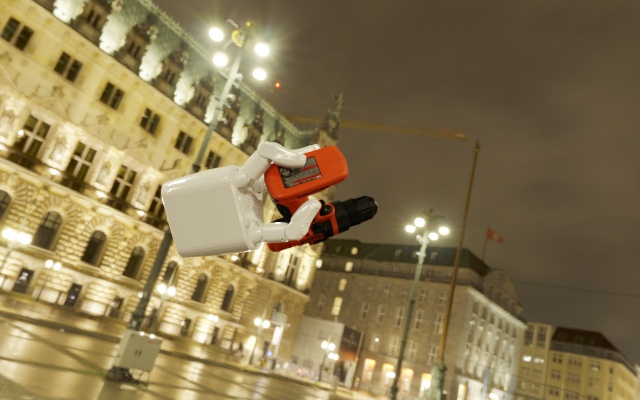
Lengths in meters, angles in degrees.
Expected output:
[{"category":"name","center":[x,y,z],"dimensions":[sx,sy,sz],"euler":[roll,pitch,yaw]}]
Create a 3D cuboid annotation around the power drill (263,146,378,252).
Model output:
[{"category":"power drill","center":[0.000,0.002,0.683],"dimensions":[0.184,0.057,0.188],"euler":[-19,-29,-8]}]
